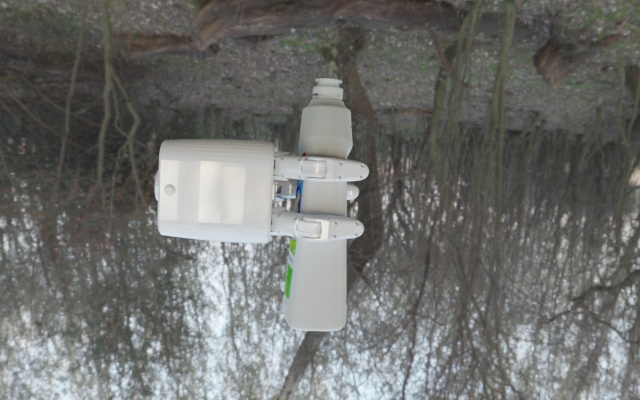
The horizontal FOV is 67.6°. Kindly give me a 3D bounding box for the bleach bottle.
[{"bbox_3d":[0.000,0.002,0.506,0.068,0.251,0.102,3,5,-6],"label":"bleach bottle"}]
